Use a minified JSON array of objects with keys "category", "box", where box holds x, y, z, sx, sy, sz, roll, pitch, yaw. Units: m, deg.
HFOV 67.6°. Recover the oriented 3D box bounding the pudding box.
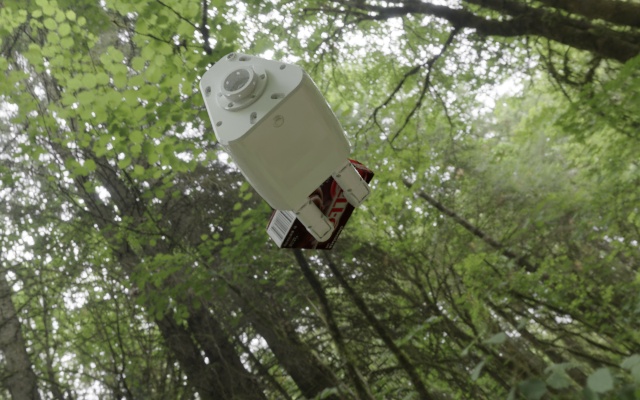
[{"category":"pudding box","box":[0.000,0.002,0.544,0.090,0.113,0.039,9,28,-48]}]
